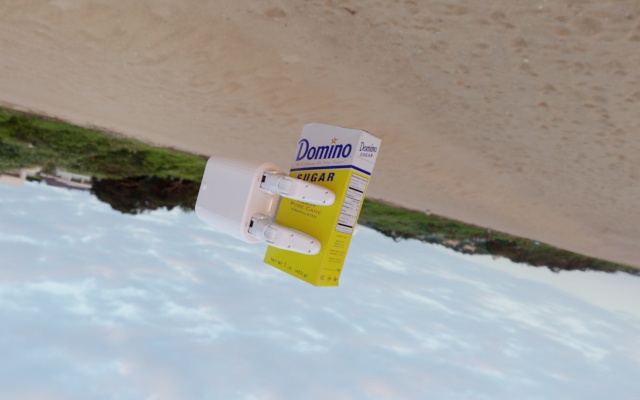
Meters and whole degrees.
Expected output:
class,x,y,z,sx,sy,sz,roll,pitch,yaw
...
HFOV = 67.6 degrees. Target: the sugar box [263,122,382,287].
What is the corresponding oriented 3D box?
class,x,y,z,sx,sy,sz,roll,pitch,yaw
sugar box,0.000,0.002,0.547,0.093,0.176,0.048,16,2,42
